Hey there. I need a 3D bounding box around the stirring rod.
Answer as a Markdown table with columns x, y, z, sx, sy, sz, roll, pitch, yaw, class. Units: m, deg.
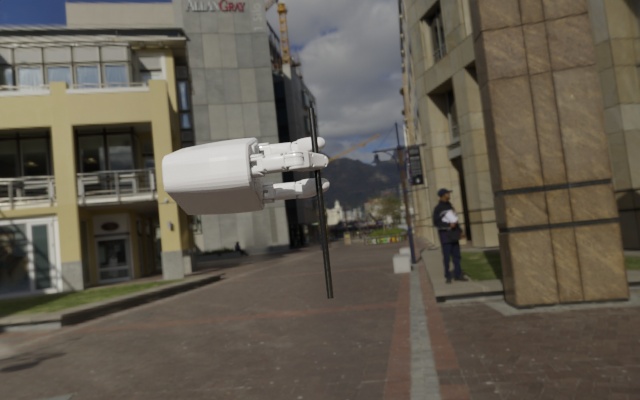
| x | y | z | sx | sy | sz | roll | pitch | yaw | class |
| --- | --- | --- | --- | --- | --- | --- | --- | --- | --- |
| 0.000 | 0.002 | 0.601 | 0.011 | 0.239 | 0.011 | -6 | -4 | 0 | stirring rod |
